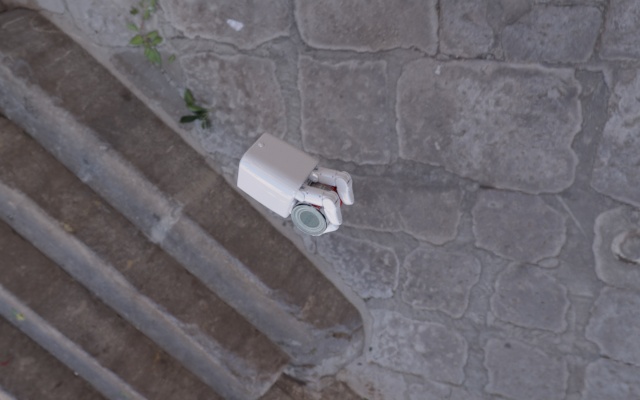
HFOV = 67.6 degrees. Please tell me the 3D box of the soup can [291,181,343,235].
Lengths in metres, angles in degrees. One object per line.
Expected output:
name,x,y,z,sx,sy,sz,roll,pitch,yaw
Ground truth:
soup can,0.000,0.003,0.825,0.068,0.068,0.102,0,37,30
